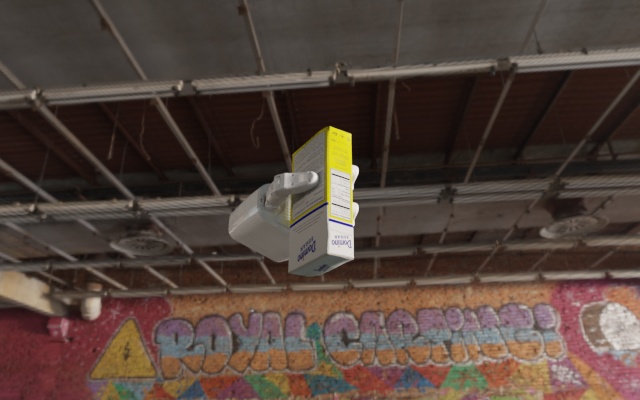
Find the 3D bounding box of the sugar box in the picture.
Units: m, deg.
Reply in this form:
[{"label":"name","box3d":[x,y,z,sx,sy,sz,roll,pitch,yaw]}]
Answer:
[{"label":"sugar box","box3d":[0.000,0.002,0.616,0.048,0.176,0.093,14,-28,-30]}]
